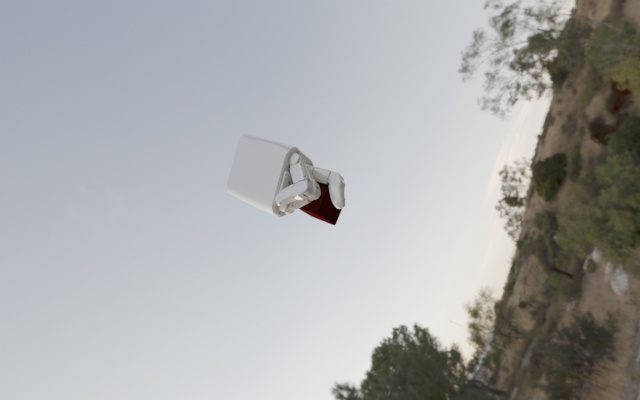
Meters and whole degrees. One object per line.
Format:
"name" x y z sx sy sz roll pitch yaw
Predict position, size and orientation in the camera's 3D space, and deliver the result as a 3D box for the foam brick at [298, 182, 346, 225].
"foam brick" 0.000 0.003 0.813 0.051 0.053 0.078 20 -8 27
